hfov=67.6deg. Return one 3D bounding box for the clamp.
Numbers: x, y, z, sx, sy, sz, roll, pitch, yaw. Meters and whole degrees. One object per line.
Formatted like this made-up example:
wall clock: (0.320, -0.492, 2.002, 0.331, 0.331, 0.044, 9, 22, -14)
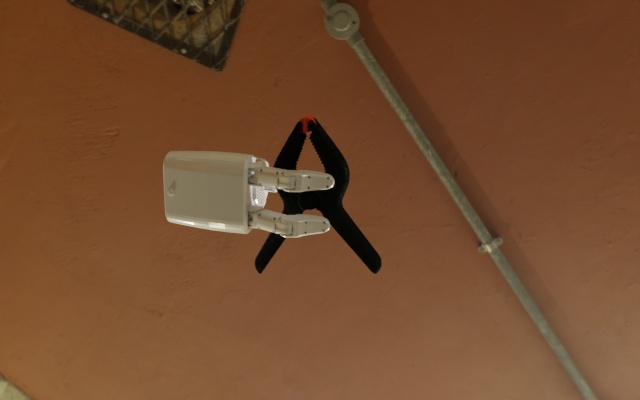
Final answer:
clamp: (0.000, 0.001, 0.594, 0.164, 0.210, 0.036, 5, 17, 5)
